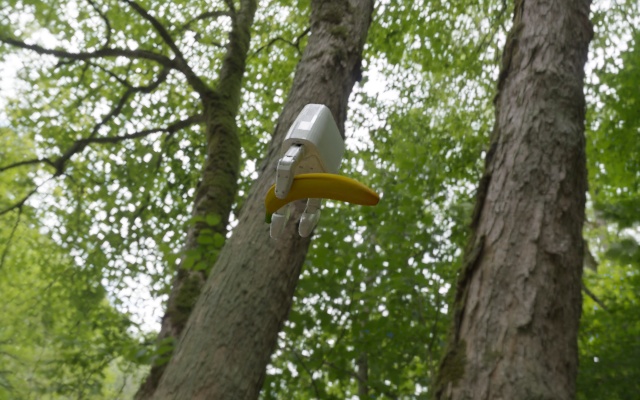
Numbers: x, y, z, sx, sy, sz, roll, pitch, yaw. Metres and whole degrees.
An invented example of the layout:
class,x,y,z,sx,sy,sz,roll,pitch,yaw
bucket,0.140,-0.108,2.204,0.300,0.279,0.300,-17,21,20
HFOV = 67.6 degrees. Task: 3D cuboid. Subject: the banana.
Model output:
class,x,y,z,sx,sy,sz,roll,pitch,yaw
banana,-0.010,-0.011,0.723,0.198,0.070,0.037,-9,38,27
